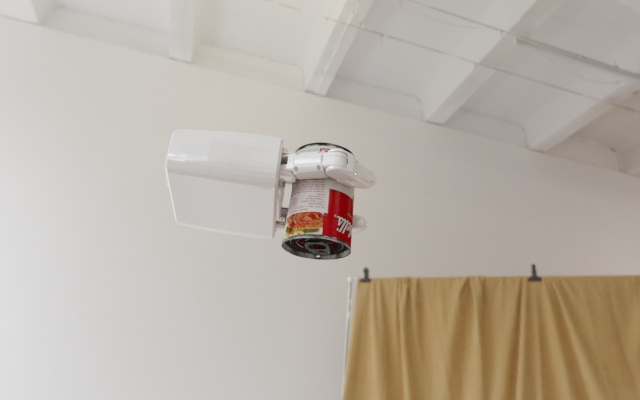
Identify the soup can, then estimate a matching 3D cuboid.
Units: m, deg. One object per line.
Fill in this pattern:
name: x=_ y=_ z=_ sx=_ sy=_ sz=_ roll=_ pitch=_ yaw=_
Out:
soup can: x=0.001 y=0.001 z=0.482 sx=0.068 sy=0.102 sz=0.068 roll=5 pitch=-24 yaw=2
